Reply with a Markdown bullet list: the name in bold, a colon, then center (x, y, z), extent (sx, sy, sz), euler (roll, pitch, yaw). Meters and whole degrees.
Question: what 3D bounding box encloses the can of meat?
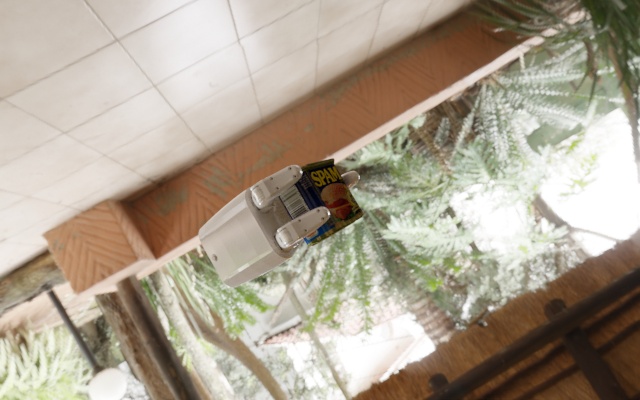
- **can of meat**: center (0.000, 0.002, 0.578), extent (0.057, 0.084, 0.102), euler (-33, -5, 28)
